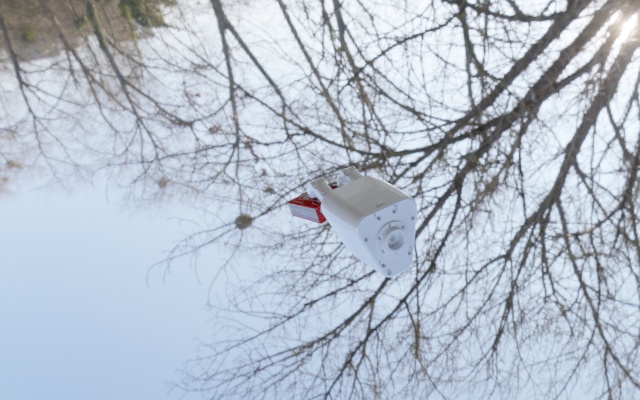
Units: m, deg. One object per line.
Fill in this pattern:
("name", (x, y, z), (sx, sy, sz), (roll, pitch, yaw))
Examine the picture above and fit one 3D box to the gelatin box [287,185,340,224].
("gelatin box", (0.000, 0.003, 0.775), (0.073, 0.030, 0.089), (-30, 22, -27))
